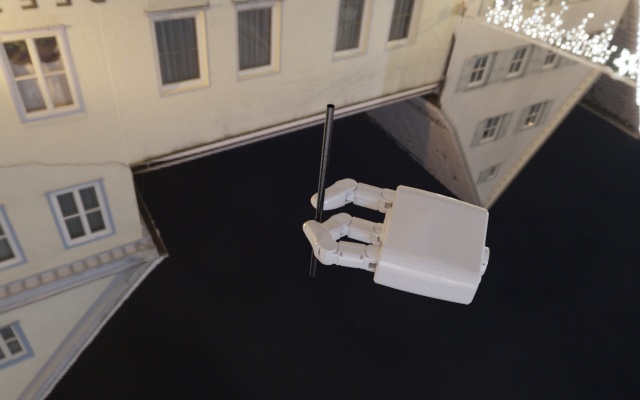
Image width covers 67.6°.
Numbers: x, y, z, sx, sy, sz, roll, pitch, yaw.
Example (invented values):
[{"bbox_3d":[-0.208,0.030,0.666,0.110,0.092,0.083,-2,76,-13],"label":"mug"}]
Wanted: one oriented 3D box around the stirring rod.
[{"bbox_3d":[0.000,0.002,0.535,0.011,0.240,0.011,4,39,-3],"label":"stirring rod"}]
